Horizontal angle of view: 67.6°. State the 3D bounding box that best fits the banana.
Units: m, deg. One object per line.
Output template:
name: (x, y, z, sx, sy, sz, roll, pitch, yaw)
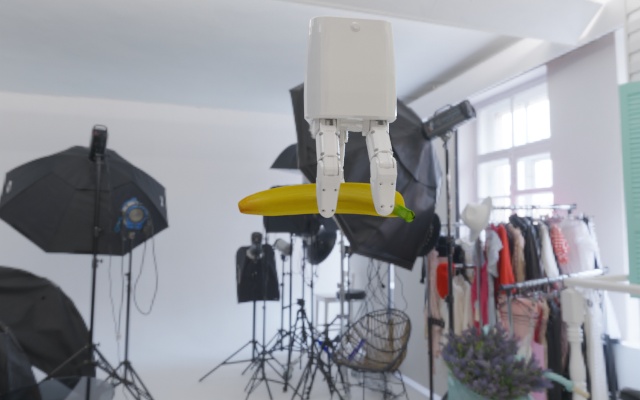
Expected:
banana: (0.008, -0.001, 0.543, 0.198, 0.037, 0.069, 1, 7, 14)
